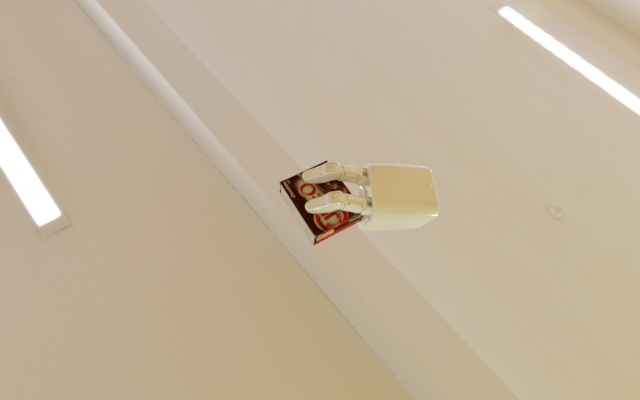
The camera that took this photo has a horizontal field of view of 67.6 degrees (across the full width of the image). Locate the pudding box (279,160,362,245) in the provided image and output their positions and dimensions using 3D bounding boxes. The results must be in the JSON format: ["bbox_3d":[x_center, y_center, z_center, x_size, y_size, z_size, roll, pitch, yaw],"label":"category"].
[{"bbox_3d":[0.000,0.003,0.753,0.090,0.113,0.039,-26,-26,-21],"label":"pudding box"}]
